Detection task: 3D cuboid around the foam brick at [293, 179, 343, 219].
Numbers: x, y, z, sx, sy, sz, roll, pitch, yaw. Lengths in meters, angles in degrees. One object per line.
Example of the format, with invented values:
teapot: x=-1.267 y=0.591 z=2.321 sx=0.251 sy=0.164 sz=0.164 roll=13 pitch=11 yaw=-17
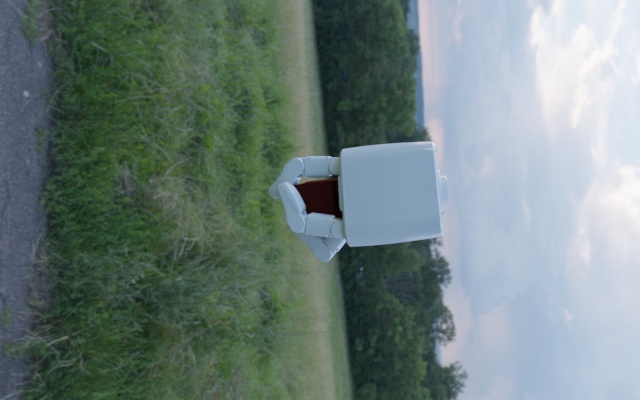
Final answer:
foam brick: x=0.000 y=0.002 z=0.594 sx=0.051 sy=0.053 sz=0.078 roll=-5 pitch=5 yaw=13
